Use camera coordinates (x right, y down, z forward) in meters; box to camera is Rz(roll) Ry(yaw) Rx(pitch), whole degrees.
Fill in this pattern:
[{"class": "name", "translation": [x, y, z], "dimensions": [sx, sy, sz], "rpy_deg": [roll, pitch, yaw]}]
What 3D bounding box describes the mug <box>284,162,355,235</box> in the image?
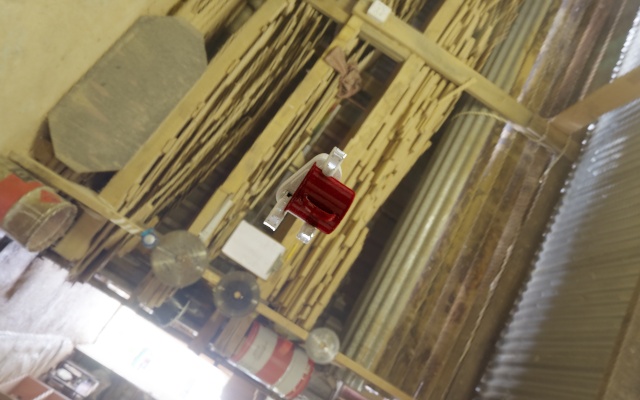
[{"class": "mug", "translation": [0.000, 0.003, 0.735], "dimensions": [0.081, 0.093, 0.117], "rpy_deg": [33, 12, -4]}]
